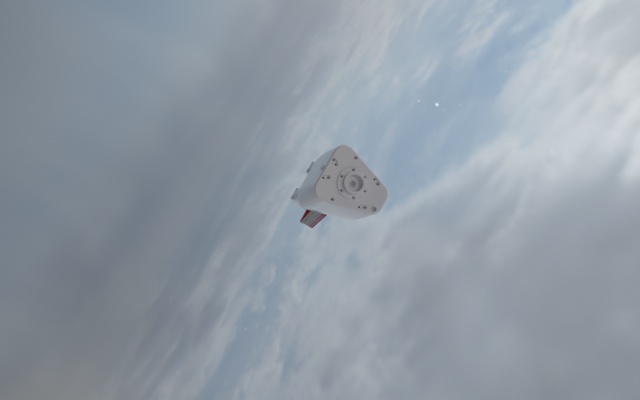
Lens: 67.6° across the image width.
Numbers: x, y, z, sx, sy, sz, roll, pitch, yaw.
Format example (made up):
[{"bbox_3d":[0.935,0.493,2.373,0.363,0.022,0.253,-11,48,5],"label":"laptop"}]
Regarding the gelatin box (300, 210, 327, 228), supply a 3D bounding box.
[{"bbox_3d":[0.000,0.003,0.854,0.030,0.073,0.089,30,-24,-6],"label":"gelatin box"}]
